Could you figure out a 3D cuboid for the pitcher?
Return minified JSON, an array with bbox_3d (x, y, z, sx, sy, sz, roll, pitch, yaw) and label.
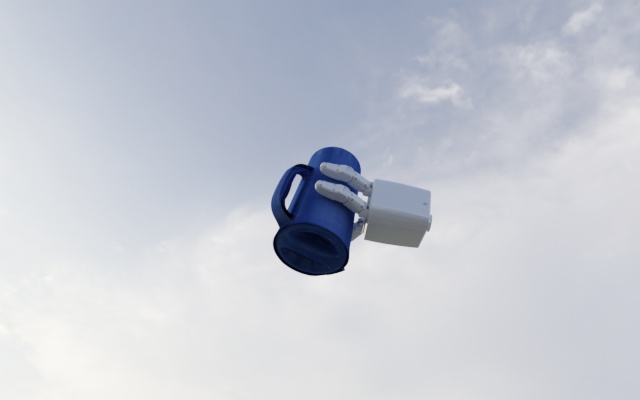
[{"bbox_3d":[0.000,0.003,0.881,0.145,0.149,0.242,11,44,5],"label":"pitcher"}]
